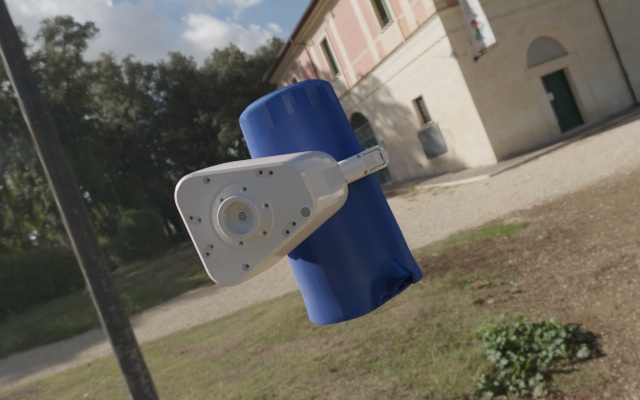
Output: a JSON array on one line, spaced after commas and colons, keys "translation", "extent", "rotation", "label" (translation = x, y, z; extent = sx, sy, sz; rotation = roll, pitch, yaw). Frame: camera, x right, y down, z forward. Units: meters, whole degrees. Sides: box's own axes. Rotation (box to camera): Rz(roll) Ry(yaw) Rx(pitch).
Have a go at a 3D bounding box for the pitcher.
[{"translation": [0.000, 0.002, 0.530], "extent": [0.149, 0.243, 0.145], "rotation": [-22, 2, 16], "label": "pitcher"}]
